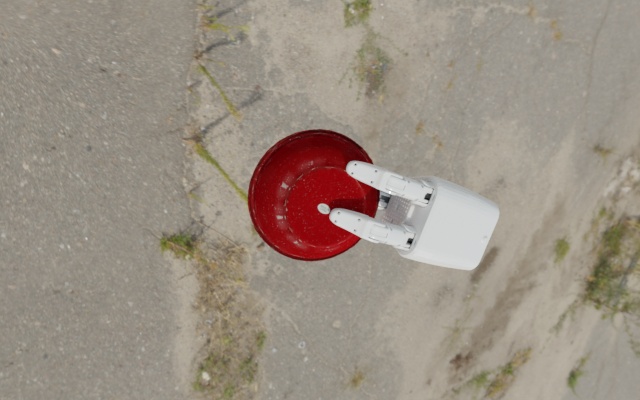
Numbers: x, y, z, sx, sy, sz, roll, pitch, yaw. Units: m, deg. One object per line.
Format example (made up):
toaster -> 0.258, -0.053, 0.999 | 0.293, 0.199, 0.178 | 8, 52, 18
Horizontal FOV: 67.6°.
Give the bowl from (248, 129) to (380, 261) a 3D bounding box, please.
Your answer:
bowl -> -0.001, 0.002, 0.544 | 0.162, 0.162, 0.055 | 0, 13, -13
